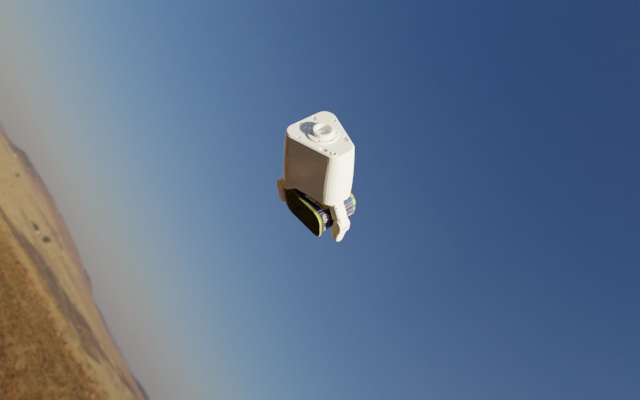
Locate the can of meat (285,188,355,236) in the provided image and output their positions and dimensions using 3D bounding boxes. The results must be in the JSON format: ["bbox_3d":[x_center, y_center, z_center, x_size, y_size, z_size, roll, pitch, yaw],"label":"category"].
[{"bbox_3d":[0.000,0.003,0.856,0.084,0.057,0.102,-30,53,-26],"label":"can of meat"}]
